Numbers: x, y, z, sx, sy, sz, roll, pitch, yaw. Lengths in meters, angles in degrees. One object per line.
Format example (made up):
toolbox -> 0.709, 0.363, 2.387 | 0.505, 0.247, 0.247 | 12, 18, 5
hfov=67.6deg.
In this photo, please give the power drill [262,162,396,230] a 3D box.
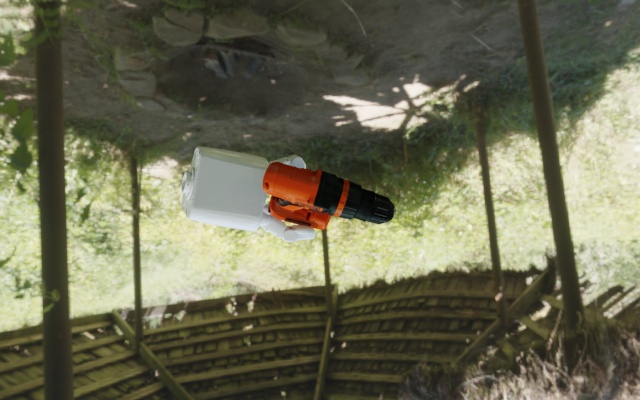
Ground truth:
power drill -> 0.000, 0.002, 0.707 | 0.184, 0.057, 0.188 | 18, -14, -8
